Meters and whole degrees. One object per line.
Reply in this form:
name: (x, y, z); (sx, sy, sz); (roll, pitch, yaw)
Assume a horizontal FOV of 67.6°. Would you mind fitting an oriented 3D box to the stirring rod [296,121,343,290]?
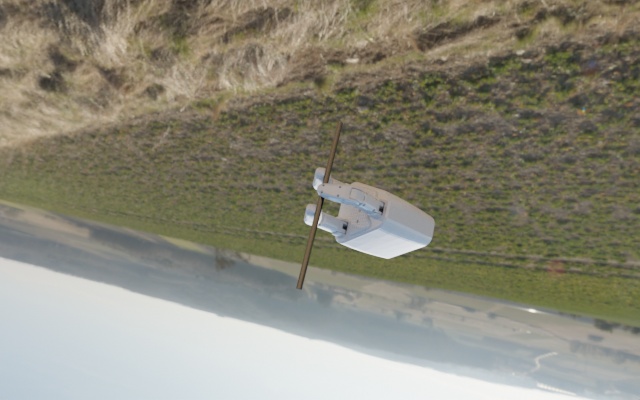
stirring rod: (0.000, 0.002, 0.651); (0.011, 0.239, 0.011); (13, -14, 3)
